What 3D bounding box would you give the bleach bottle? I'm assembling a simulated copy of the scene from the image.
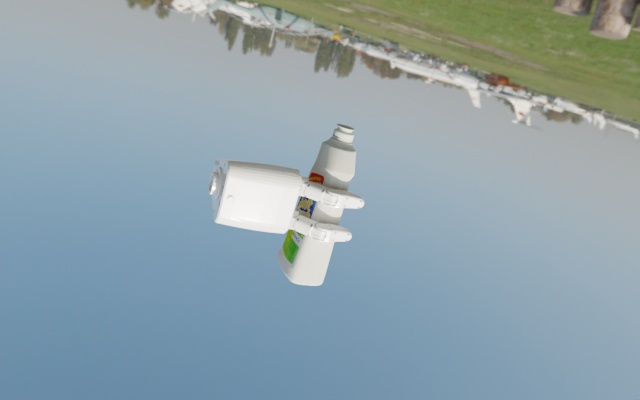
[{"bbox_3d":[0.000,0.003,0.747,0.068,0.251,0.102,9,20,-23],"label":"bleach bottle"}]
